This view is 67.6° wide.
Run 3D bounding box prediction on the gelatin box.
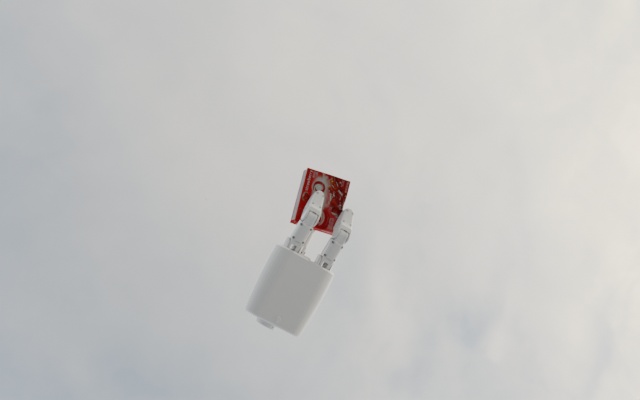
[{"bbox_3d":[0.000,0.002,0.744,0.073,0.089,0.030,17,-11,-15],"label":"gelatin box"}]
